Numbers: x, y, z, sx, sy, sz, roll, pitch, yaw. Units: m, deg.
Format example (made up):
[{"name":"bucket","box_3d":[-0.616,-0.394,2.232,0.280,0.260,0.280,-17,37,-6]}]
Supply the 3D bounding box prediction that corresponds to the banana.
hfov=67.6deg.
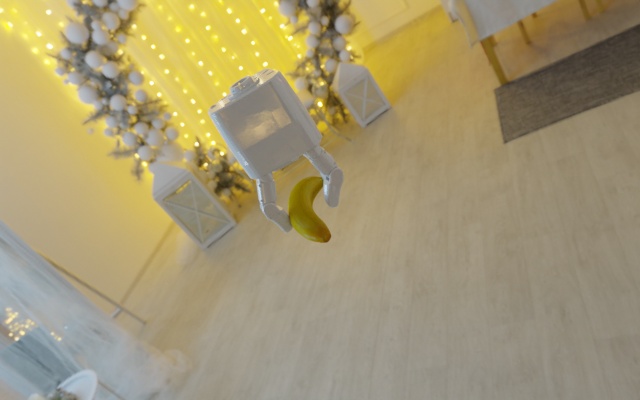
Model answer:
[{"name":"banana","box_3d":[-0.017,0.007,0.706,0.069,0.037,0.197,-22,27,15]}]
